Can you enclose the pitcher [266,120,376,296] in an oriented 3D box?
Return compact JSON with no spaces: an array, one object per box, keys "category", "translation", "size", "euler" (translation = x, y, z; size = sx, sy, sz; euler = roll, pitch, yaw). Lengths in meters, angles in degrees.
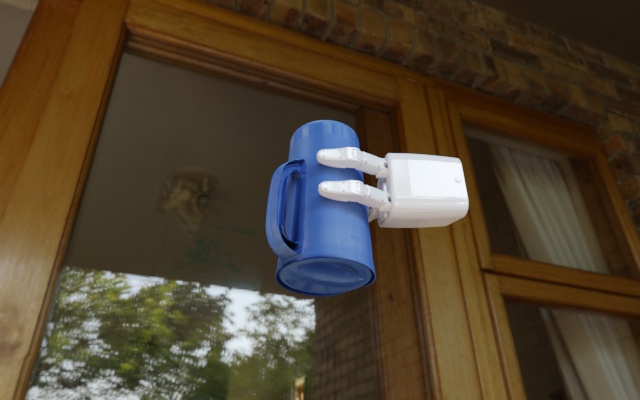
[{"category":"pitcher","translation":[0.000,0.002,0.684],"size":[0.145,0.242,0.149],"euler":[1,-31,-3]}]
